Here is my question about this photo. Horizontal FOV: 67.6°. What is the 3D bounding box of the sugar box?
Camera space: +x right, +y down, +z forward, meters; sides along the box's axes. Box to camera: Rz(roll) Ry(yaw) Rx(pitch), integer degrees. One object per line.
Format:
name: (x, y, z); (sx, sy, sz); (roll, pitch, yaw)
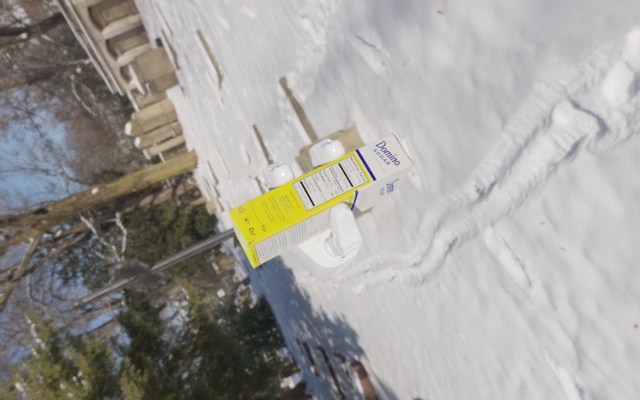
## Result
sugar box: (0.000, 0.001, 0.480); (0.176, 0.048, 0.093); (-29, -15, -13)
